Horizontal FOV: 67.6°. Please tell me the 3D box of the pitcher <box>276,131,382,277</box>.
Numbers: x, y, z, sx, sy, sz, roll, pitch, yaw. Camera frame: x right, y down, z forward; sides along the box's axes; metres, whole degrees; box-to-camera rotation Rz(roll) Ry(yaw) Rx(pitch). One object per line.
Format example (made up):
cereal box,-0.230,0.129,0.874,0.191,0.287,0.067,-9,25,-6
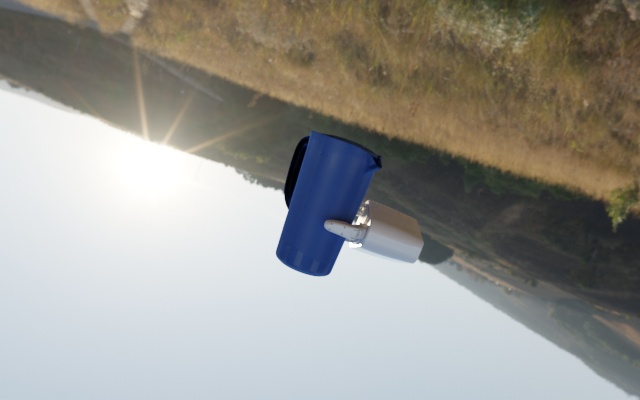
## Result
pitcher,0.000,0.003,0.859,0.145,0.243,0.149,20,6,-8
